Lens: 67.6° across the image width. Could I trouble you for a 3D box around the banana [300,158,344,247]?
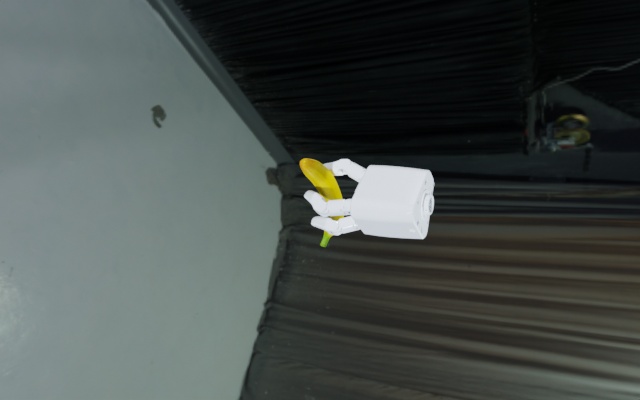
[{"bbox_3d":[0.010,-0.006,0.868,0.037,0.198,0.069,10,42,31],"label":"banana"}]
